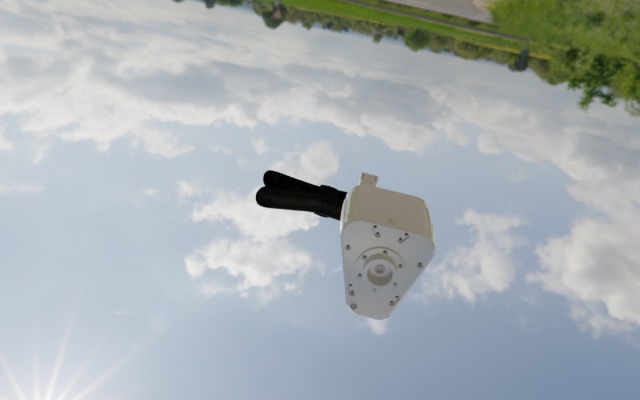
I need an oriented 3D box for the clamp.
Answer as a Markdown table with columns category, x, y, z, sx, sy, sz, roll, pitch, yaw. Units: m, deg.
| category | x | y | z | sx | sy | sz | roll | pitch | yaw |
| --- | --- | --- | --- | --- | --- | --- | --- | --- | --- |
| clamp | 0.000 | 0.002 | 0.585 | 0.171 | 0.039 | 0.120 | 14 | 19 | 3 |
